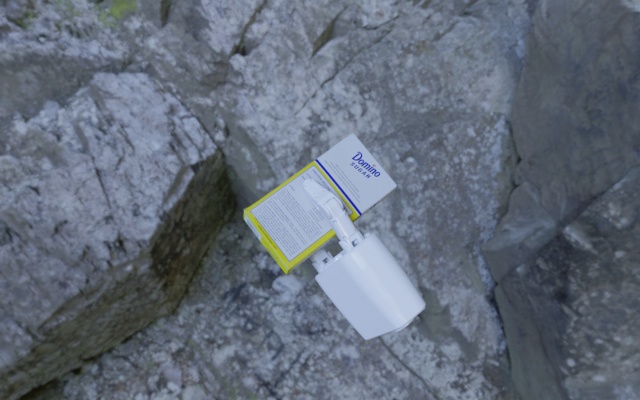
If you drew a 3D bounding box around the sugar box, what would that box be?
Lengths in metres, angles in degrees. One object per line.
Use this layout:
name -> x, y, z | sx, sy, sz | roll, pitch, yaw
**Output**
sugar box -> 0.000, 0.002, 0.603 | 0.176, 0.093, 0.048 | -35, -8, -18
